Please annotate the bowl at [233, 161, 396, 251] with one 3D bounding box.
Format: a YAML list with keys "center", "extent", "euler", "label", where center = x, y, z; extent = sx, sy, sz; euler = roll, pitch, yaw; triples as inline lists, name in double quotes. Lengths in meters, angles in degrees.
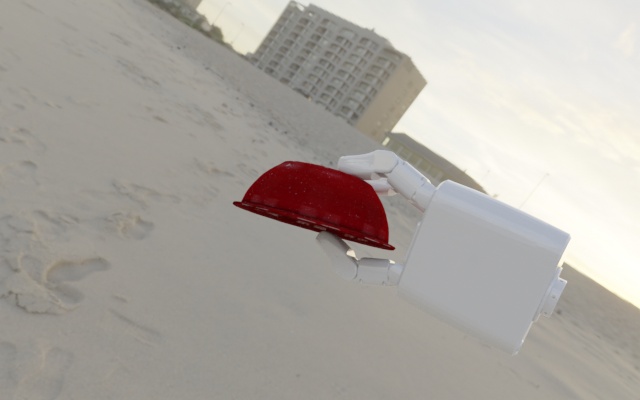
- center: [-0.001, 0.001, 0.465]
  extent: [0.162, 0.055, 0.162]
  euler: [15, -6, 2]
  label: "bowl"
